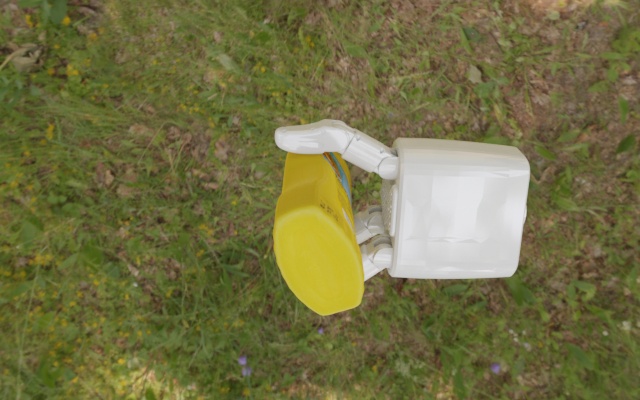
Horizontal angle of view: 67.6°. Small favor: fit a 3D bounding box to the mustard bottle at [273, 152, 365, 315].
[{"bbox_3d":[0.000,0.002,0.415,0.058,0.096,0.191,-20,27,11],"label":"mustard bottle"}]
